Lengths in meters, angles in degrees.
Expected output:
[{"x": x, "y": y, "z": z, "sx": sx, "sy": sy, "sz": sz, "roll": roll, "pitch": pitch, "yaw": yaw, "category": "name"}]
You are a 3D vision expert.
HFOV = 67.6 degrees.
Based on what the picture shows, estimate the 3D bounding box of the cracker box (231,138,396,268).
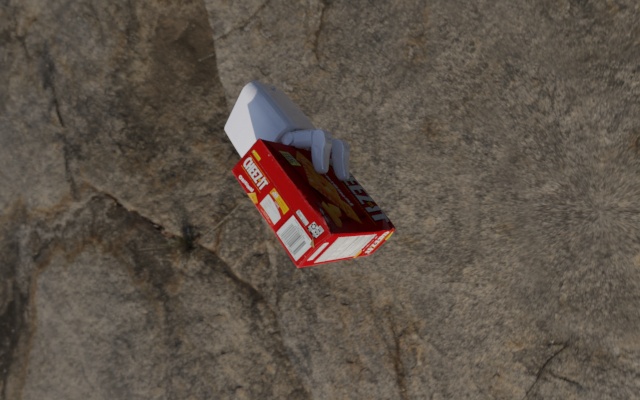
[{"x": 0.000, "y": 0.002, "z": 0.679, "sx": 0.072, "sy": 0.164, "sz": 0.214, "roll": -45, "pitch": -22, "yaw": 22, "category": "cracker box"}]
